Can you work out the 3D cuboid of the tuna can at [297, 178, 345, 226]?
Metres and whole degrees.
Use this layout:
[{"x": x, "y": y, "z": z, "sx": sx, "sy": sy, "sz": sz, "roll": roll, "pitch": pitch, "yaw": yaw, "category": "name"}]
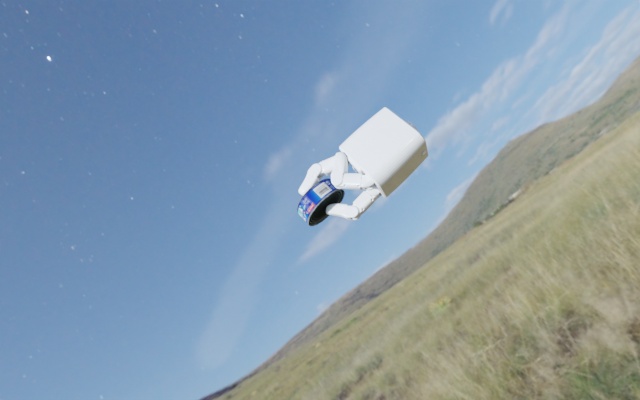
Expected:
[{"x": 0.000, "y": 0.002, "z": 0.835, "sx": 0.033, "sy": 0.086, "sz": 0.086, "roll": 45, "pitch": 18, "yaw": 19, "category": "tuna can"}]
